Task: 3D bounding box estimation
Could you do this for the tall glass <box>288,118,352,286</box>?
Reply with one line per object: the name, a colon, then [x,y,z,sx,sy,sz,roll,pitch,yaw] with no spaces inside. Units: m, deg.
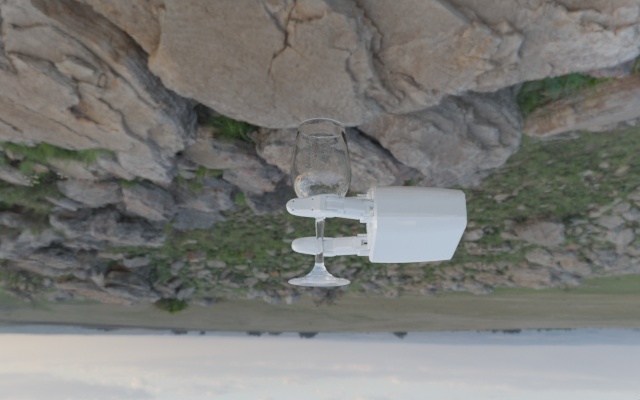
tall glass: [0.000,0.003,0.594,0.079,0.201,0.079,0,-16,0]
